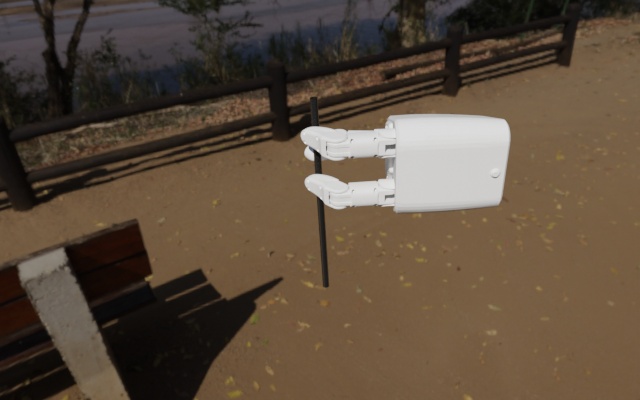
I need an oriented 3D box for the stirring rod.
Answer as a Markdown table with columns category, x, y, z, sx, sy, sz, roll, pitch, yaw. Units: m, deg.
| category | x | y | z | sx | sy | sz | roll | pitch | yaw |
| --- | --- | --- | --- | --- | --- | --- | --- | --- | --- |
| stirring rod | 0.000 | 0.002 | 0.538 | 0.011 | 0.240 | 0.011 | -3 | 29 | 2 |
